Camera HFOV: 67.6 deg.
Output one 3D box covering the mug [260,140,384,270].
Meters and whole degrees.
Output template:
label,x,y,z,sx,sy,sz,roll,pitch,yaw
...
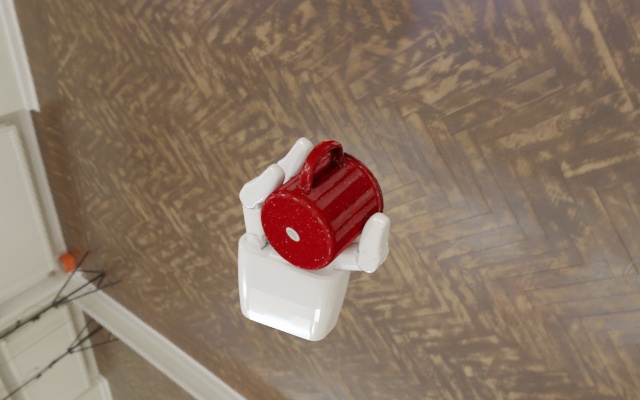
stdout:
label,x,y,z,sx,sy,sz,roll,pitch,yaw
mug,0.000,0.000,0.436,0.093,0.117,0.081,25,40,24
